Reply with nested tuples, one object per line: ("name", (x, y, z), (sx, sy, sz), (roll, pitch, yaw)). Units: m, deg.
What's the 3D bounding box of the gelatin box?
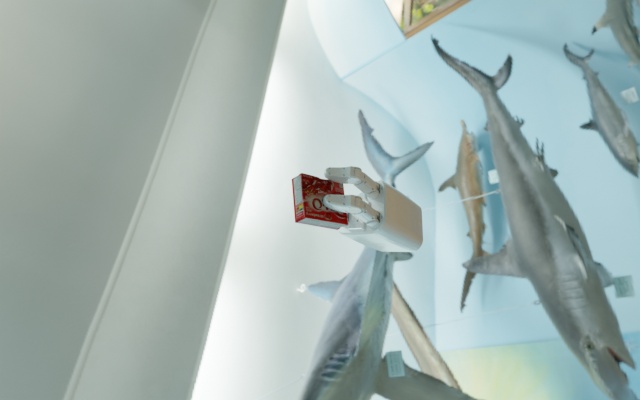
("gelatin box", (0.000, 0.003, 0.743), (0.089, 0.073, 0.030), (12, -27, -37))
